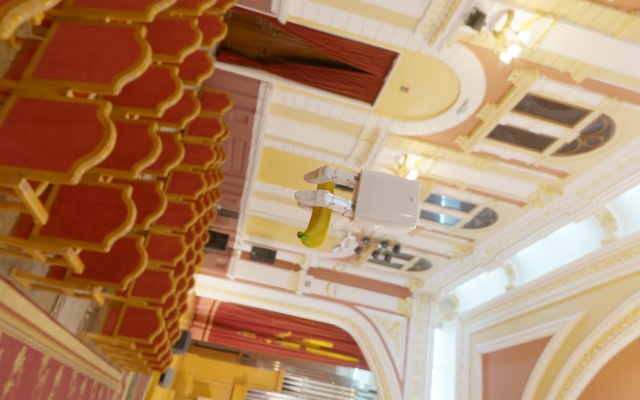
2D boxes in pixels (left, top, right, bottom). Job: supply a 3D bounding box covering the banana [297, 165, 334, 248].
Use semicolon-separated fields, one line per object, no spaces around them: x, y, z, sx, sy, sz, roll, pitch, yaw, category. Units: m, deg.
0.000;0.019;0.836;0.037;0.070;0.197;6;40;9;banana
